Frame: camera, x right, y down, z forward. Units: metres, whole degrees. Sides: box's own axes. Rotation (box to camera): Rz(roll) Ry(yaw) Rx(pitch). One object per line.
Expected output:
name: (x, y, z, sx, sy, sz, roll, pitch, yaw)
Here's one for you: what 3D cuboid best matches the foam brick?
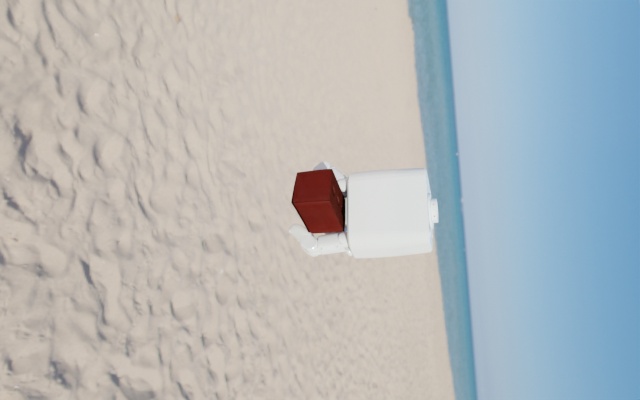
foam brick: (0.000, 0.002, 0.641, 0.051, 0.053, 0.078, -5, -36, 17)
